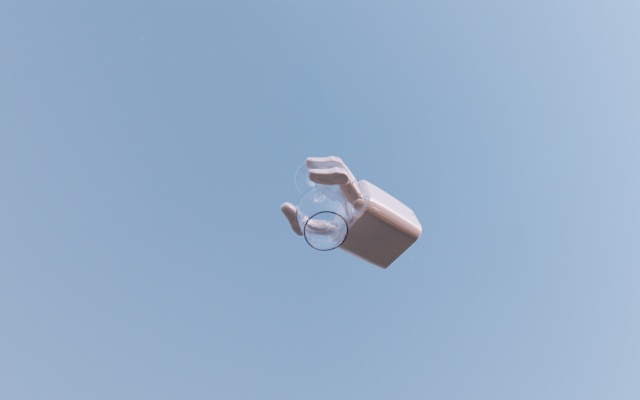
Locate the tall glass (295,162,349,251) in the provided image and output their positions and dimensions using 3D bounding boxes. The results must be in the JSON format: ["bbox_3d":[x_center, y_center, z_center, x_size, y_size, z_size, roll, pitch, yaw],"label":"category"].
[{"bbox_3d":[0.000,0.002,0.744,0.079,0.079,0.201,0,24,-4],"label":"tall glass"}]
